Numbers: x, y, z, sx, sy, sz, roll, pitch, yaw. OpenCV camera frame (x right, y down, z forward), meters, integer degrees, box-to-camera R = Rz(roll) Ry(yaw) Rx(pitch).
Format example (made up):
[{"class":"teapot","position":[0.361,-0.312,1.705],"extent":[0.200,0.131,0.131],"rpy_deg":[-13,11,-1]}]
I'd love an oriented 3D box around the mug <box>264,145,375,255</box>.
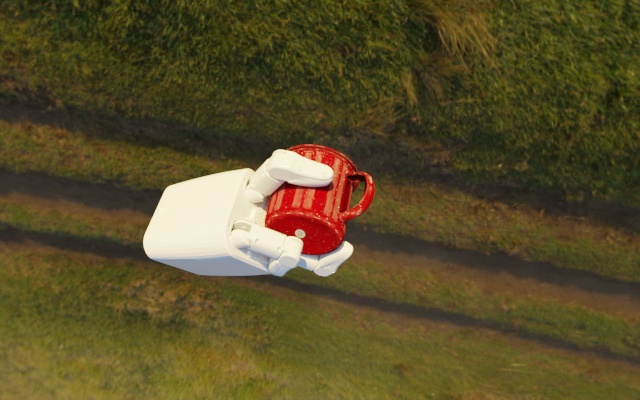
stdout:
[{"class":"mug","position":[0.001,0.002,0.488],"extent":[0.117,0.081,0.093],"rpy_deg":[-8,-40,26]}]
